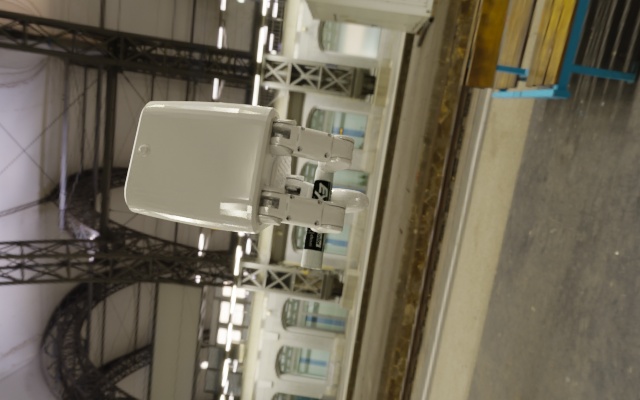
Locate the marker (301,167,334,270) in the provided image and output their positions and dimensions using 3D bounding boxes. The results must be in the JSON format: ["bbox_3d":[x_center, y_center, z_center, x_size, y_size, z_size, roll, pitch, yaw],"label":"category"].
[{"bbox_3d":[0.000,0.001,0.435,0.020,0.121,0.020,8,-11,2],"label":"marker"}]
